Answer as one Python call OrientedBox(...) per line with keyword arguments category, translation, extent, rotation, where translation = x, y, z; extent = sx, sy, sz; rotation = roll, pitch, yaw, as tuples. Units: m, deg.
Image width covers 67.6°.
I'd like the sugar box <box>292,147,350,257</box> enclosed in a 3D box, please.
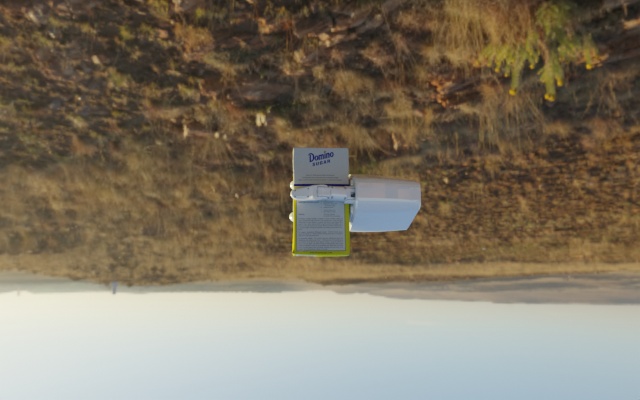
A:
OrientedBox(category="sugar box", translation=(0.000, 0.003, 0.784), extent=(0.093, 0.176, 0.048), rotation=(1, -10, -3))
